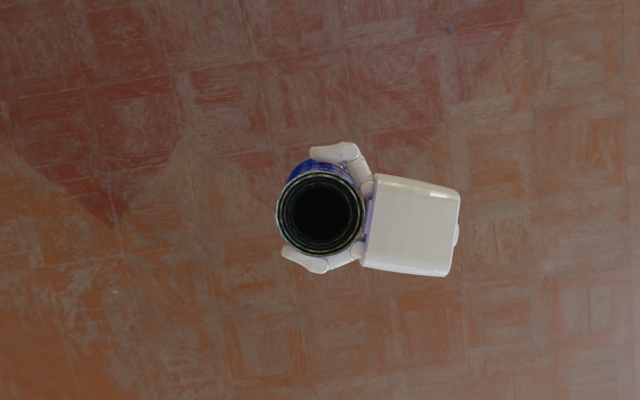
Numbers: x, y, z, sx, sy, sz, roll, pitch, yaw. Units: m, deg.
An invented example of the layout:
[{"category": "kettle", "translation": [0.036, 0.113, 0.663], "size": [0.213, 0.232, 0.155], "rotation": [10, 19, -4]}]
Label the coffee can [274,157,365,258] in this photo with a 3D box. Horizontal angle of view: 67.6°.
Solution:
[{"category": "coffee can", "translation": [0.000, 0.002, 0.604], "size": [0.103, 0.103, 0.140], "rotation": [0, 12, 1]}]
